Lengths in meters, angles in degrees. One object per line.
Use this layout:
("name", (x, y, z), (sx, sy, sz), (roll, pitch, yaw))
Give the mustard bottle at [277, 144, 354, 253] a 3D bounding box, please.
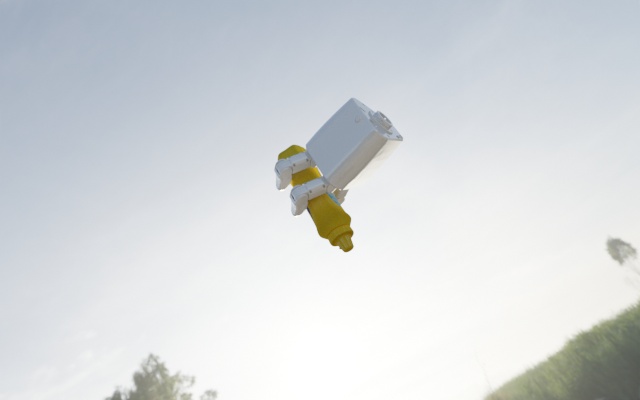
("mustard bottle", (0.000, 0.003, 0.765), (0.058, 0.191, 0.096), (-33, -29, 1))
